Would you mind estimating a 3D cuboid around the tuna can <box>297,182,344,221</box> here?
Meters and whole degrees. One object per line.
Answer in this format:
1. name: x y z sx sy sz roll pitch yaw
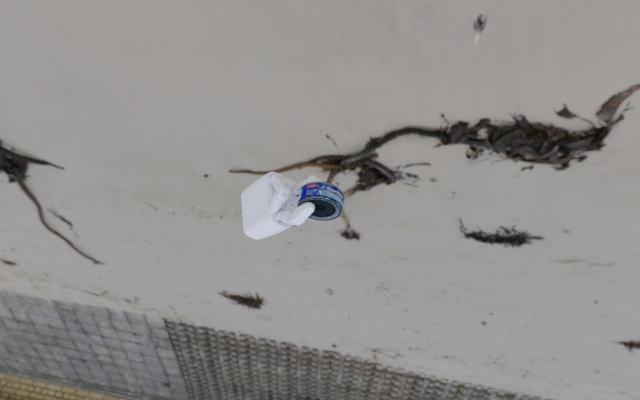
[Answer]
1. tuna can: 0.000 0.003 0.888 0.086 0.033 0.086 6 -33 4
